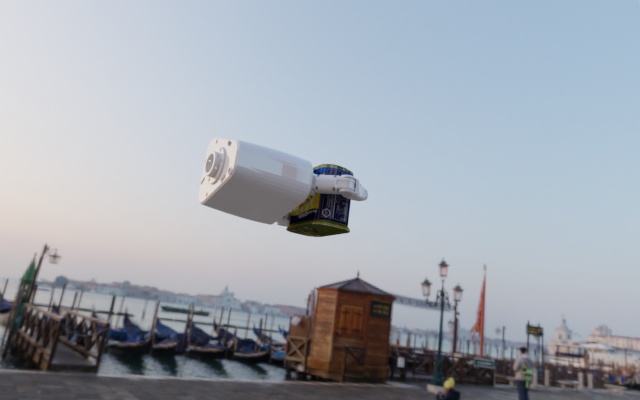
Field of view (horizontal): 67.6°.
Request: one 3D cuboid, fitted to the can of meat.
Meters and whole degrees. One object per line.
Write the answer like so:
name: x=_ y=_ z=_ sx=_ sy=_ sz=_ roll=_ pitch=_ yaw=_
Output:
can of meat: x=0.000 y=0.002 z=0.661 sx=0.057 sy=0.084 sz=0.102 roll=15 pitch=-16 yaw=-29
